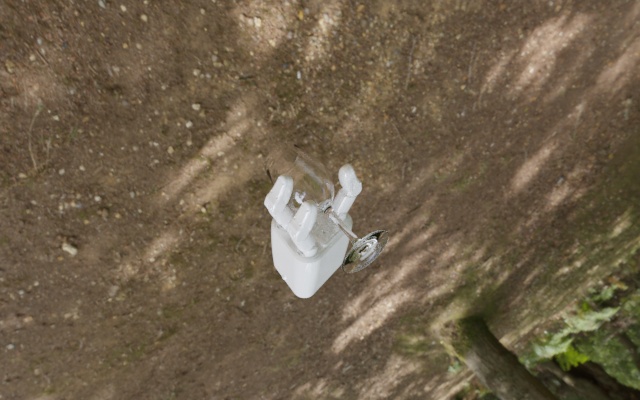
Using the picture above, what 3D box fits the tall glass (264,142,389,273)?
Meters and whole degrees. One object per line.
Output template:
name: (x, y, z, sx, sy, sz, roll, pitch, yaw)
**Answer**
tall glass: (0.001, 0.002, 0.649, 0.079, 0.079, 0.201, 0, 40, -48)
